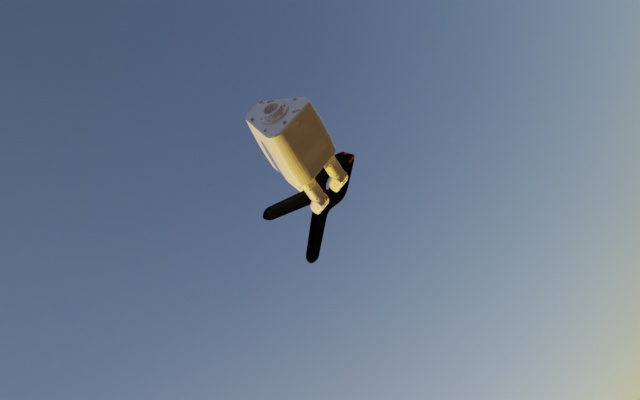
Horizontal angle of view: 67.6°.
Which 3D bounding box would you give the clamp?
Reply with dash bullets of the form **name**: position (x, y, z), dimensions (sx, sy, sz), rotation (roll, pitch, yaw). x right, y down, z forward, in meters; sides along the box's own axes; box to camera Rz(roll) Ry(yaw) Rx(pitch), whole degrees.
- **clamp**: position (0.000, 0.002, 0.867), dimensions (0.036, 0.210, 0.165), rotation (20, -28, 41)
